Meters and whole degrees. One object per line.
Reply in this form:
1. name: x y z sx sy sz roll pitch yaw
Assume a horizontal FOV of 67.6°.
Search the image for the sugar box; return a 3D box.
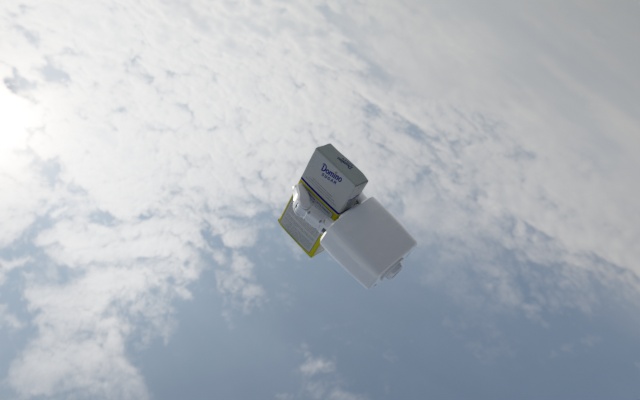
1. sugar box: 0.001 0.003 0.786 0.093 0.176 0.048 45 38 17
